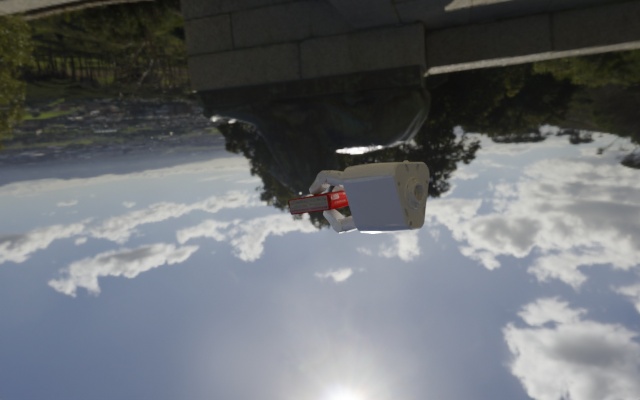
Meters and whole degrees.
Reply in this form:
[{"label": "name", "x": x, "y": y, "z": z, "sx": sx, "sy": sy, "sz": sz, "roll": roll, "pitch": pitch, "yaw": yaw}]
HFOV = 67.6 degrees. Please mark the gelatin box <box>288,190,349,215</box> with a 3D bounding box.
[{"label": "gelatin box", "x": 0.000, "y": 0.003, "z": 0.846, "sx": 0.089, "sy": 0.030, "sz": 0.073, "roll": -9, "pitch": 1, "yaw": 35}]
